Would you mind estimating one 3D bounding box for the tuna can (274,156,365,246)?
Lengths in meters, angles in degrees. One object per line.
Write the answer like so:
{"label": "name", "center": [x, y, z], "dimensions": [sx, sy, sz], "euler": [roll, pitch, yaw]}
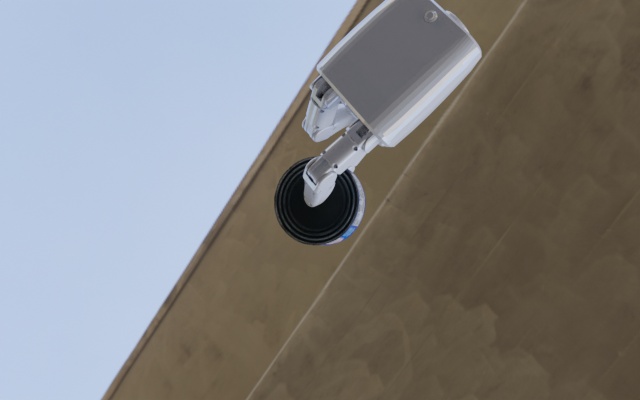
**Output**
{"label": "tuna can", "center": [0.000, 0.002, 0.470], "dimensions": [0.086, 0.086, 0.034], "euler": [0, -6, 18]}
